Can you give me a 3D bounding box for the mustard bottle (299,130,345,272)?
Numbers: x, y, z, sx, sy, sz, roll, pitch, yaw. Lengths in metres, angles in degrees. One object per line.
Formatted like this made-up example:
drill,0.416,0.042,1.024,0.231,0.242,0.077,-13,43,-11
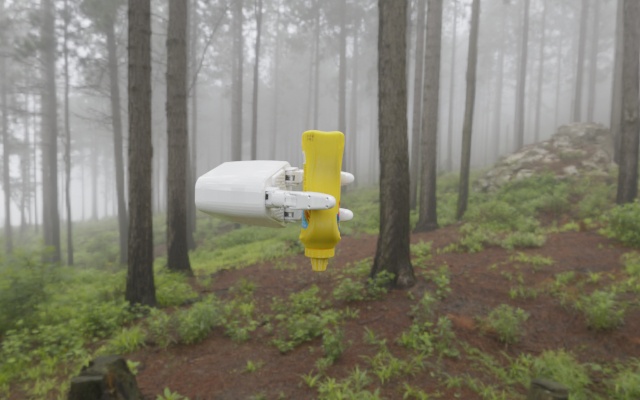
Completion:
mustard bottle,0.000,0.002,0.659,0.058,0.191,0.096,1,4,-8
